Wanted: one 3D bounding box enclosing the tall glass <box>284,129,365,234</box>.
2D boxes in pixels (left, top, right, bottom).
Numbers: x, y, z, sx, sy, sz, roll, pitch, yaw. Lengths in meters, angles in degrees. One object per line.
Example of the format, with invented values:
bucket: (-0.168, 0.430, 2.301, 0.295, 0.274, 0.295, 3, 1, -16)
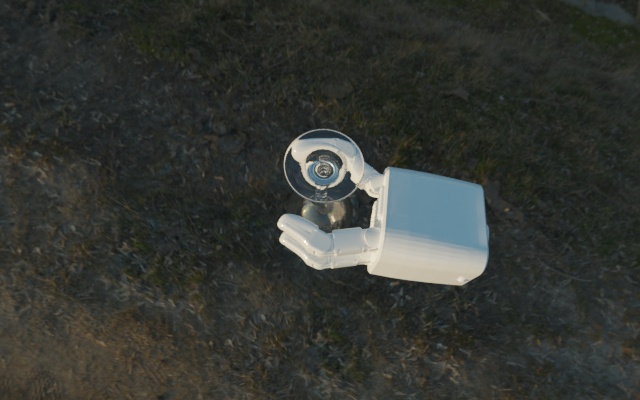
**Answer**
tall glass: (0.000, 0.001, 0.527, 0.079, 0.079, 0.201, 0, -20, -2)
